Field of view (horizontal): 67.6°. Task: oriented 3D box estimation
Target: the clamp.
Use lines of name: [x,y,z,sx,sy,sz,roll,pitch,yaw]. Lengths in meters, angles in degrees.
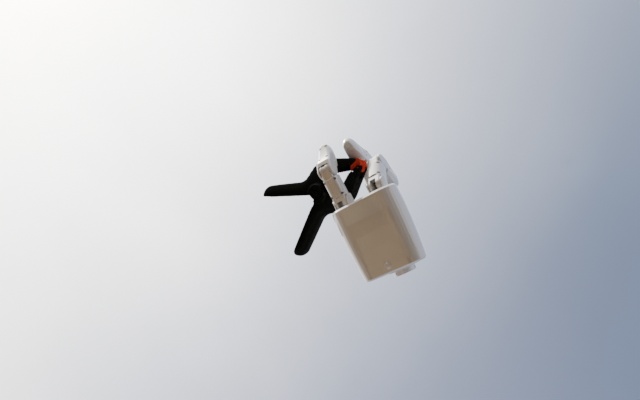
clamp: [0.000,0.002,0.703,0.171,0.120,0.039,-28,-9,26]
